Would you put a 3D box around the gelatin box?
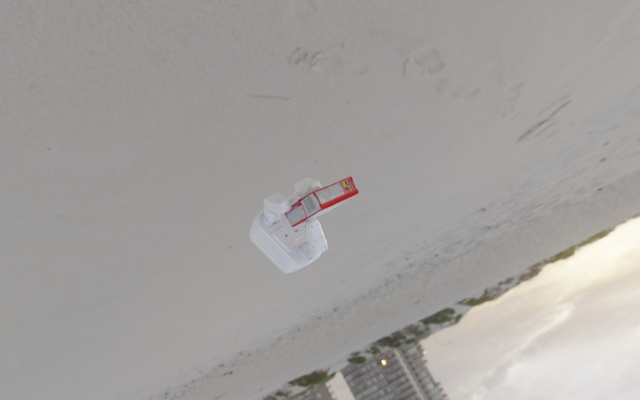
[{"bbox_3d":[0.000,0.003,0.679,0.073,0.030,0.089,-23,-5,-36],"label":"gelatin box"}]
